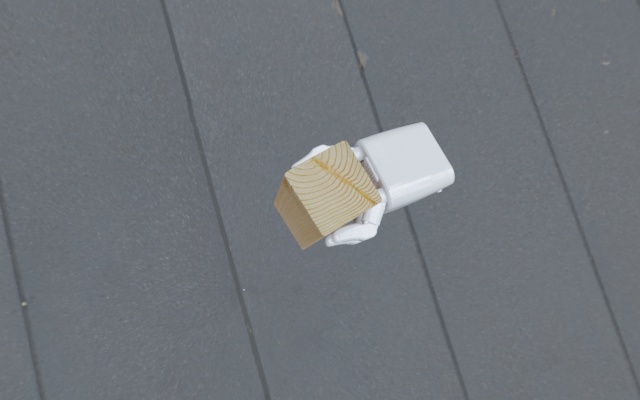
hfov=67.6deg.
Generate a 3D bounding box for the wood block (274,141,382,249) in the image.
[{"bbox_3d":[0.000,0.002,0.668,0.090,0.091,0.206,-31,-4,-13],"label":"wood block"}]
